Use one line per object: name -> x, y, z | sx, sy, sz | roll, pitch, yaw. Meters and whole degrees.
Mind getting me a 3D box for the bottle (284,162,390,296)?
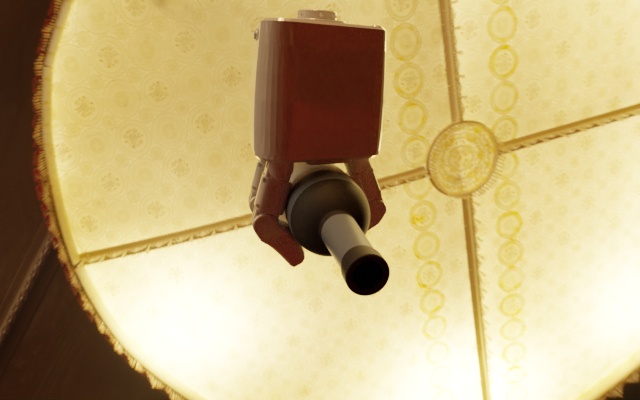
bottle -> 0.000, 0.001, 0.419 | 0.069, 0.069, 0.295 | 0, 17, -12
